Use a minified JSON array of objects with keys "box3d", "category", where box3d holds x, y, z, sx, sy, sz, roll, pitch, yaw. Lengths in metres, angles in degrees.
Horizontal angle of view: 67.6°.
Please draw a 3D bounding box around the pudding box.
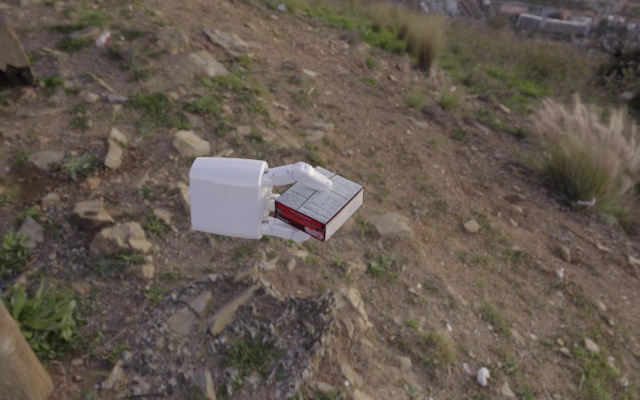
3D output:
[{"box3d":[0.000,0.002,0.701,0.090,0.039,0.113,26,46,23],"category":"pudding box"}]
